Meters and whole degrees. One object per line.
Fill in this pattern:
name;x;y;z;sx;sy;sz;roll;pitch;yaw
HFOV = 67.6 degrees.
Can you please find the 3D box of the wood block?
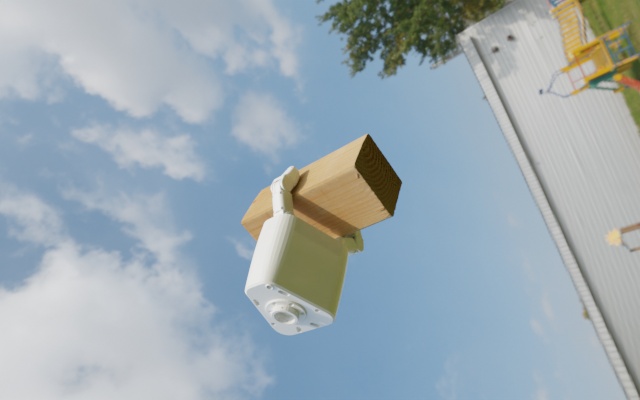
wood block;0.000;0.002;0.679;0.206;0.091;0.090;-25;23;32
